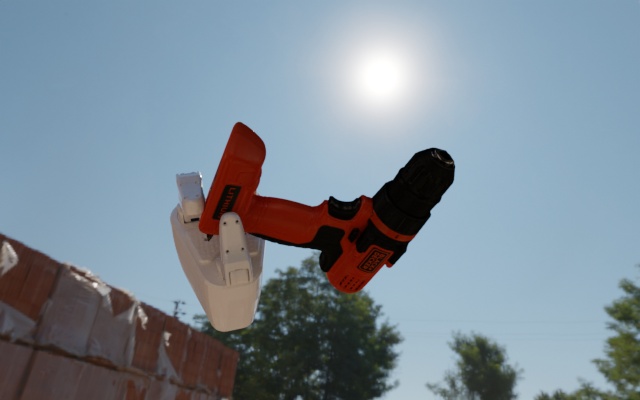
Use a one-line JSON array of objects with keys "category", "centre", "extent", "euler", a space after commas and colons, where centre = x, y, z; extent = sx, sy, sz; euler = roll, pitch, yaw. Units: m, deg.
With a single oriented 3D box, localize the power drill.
[{"category": "power drill", "centre": [0.000, 0.001, 0.422], "extent": [0.188, 0.184, 0.057], "euler": [21, 39, -14]}]
